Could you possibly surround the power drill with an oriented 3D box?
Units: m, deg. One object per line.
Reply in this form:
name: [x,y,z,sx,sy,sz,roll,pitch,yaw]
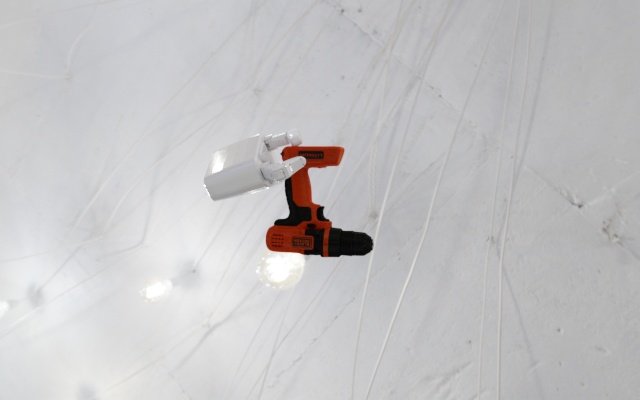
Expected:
power drill: [0.000,0.002,0.805,0.184,0.187,0.057,2,2,6]
